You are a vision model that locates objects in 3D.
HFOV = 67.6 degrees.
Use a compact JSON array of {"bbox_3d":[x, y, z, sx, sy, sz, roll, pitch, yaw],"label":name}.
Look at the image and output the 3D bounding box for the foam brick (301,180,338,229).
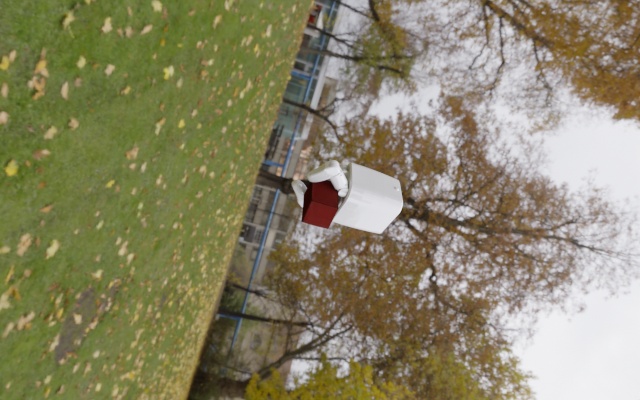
[{"bbox_3d":[0.000,0.003,0.853,0.051,0.053,0.078,18,37,-12],"label":"foam brick"}]
